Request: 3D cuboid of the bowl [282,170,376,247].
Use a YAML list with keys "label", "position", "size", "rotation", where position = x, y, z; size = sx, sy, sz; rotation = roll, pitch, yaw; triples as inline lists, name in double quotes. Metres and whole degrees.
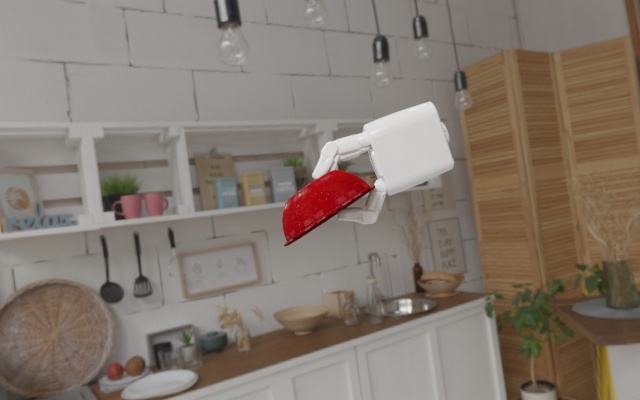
- label: "bowl"
  position: [-0.001, 0.003, 0.707]
  size: [0.162, 0.055, 0.162]
  rotation: [-34, -4, -3]
